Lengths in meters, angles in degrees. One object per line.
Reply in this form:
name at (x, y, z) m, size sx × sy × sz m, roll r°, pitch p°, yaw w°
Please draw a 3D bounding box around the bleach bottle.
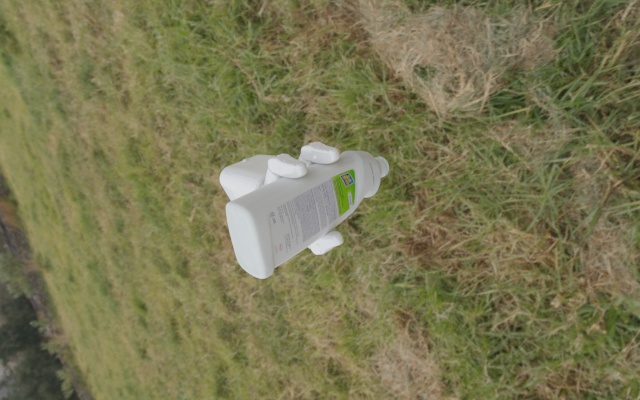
bleach bottle at (0.000, 0.002, 0.638) m, size 0.250 × 0.103 × 0.068 m, roll -26°, pitch 30°, yaw -35°
